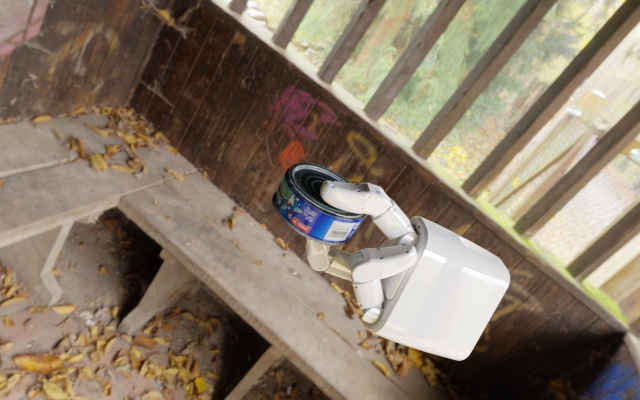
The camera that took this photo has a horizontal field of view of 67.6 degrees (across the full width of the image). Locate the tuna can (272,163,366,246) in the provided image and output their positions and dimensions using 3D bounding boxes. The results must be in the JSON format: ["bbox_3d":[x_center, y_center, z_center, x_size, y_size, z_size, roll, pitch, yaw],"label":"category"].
[{"bbox_3d":[0.000,0.001,0.450,0.086,0.034,0.086,23,28,-13],"label":"tuna can"}]
